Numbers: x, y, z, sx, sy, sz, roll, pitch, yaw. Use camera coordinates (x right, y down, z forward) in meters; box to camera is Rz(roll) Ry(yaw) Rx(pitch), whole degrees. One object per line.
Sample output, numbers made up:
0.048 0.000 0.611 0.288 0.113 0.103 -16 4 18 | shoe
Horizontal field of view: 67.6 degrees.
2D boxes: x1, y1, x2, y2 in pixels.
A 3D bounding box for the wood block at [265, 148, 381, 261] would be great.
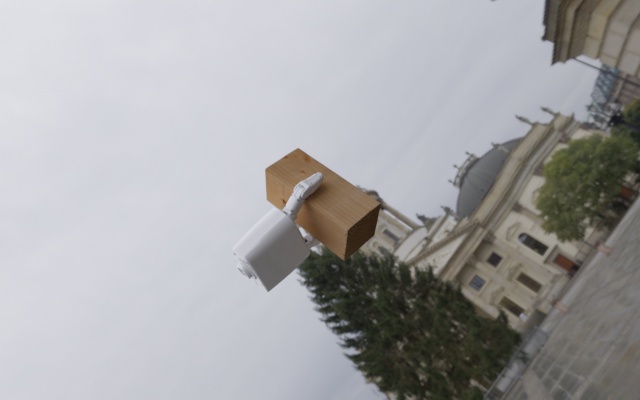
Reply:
0.000 0.003 0.885 0.206 0.091 0.090 36 54 26 | wood block
